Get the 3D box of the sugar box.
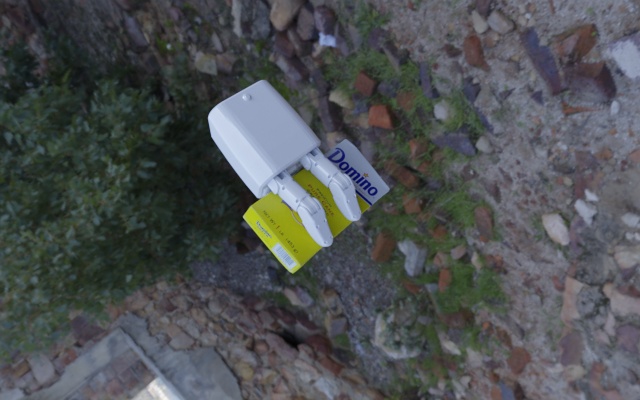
[{"bbox_3d":[0.000,0.002,0.606,0.176,0.093,0.048,-39,-2,-30],"label":"sugar box"}]
